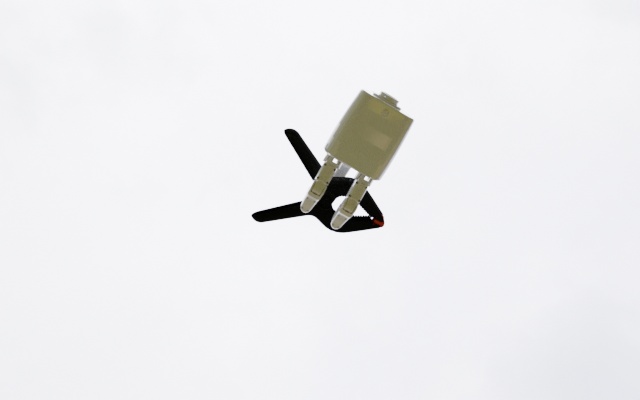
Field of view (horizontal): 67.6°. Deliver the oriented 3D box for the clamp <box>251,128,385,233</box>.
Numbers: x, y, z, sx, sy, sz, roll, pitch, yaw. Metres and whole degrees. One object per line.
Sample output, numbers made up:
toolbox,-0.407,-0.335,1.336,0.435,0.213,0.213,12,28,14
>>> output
clamp,0.001,0.002,0.765,0.210,0.165,0.036,29,21,-6
